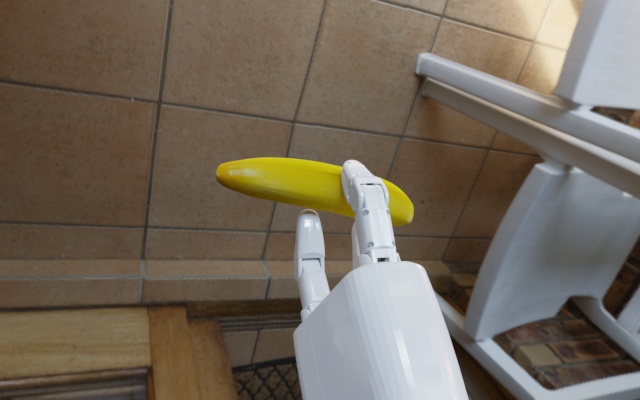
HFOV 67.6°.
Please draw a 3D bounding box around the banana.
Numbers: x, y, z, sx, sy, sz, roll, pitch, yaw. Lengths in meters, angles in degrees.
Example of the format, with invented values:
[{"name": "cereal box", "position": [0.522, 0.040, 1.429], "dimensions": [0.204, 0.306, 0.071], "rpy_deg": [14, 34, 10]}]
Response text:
[{"name": "banana", "position": [0.014, -0.003, 0.402], "dimensions": [0.198, 0.037, 0.070], "rpy_deg": [15, -25, -33]}]
